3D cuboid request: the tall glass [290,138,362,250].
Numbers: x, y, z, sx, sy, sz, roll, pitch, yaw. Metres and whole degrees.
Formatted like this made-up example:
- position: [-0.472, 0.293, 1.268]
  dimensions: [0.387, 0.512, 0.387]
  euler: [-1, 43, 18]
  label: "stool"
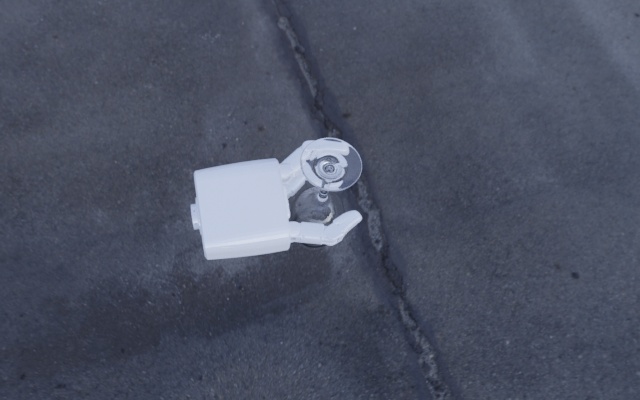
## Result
- position: [0.000, 0.002, 0.651]
  dimensions: [0.079, 0.079, 0.201]
  euler: [0, -28, -8]
  label: "tall glass"
